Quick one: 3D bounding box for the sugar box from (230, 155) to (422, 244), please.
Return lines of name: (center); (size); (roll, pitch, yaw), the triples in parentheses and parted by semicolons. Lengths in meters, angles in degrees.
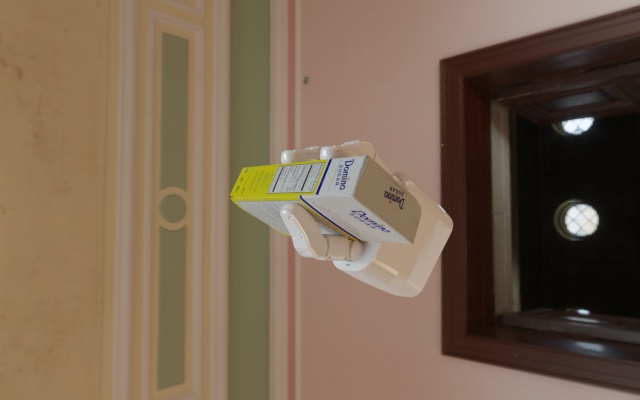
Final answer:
sugar box: (0.000, 0.001, 0.464); (0.176, 0.048, 0.093); (-3, -30, 44)
